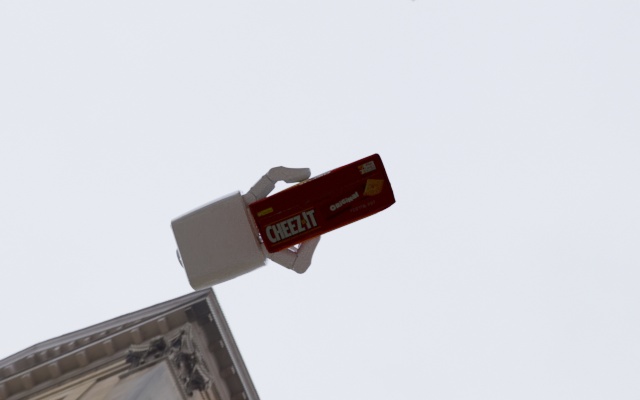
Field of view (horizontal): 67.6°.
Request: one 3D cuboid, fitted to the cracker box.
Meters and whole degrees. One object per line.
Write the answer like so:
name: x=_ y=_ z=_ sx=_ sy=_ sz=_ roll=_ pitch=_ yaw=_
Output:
cracker box: x=0.000 y=0.002 z=0.651 sx=0.164 sy=0.072 sz=0.213 roll=-22 pitch=3 yaw=-1
